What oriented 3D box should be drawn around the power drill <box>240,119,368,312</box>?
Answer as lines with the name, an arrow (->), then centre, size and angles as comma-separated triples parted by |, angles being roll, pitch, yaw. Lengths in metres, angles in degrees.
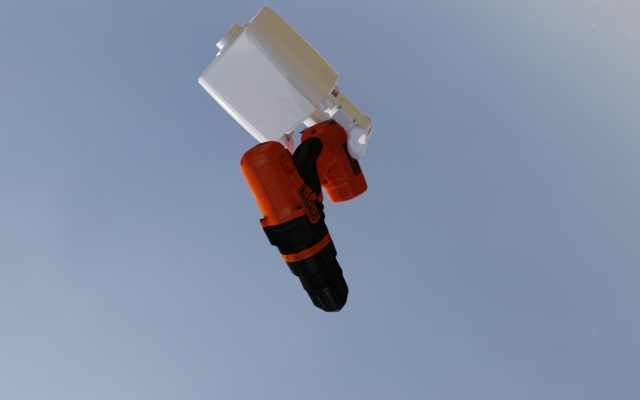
power drill -> 0.000, 0.001, 0.519 | 0.057, 0.184, 0.187 | -16, 19, 23
